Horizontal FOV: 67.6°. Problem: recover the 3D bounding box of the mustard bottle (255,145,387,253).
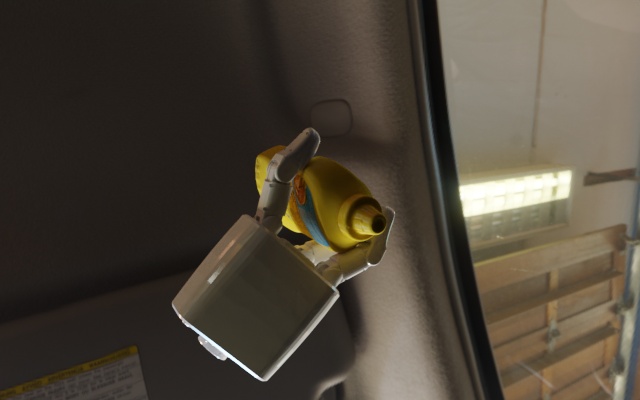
[{"bbox_3d":[0.000,0.001,0.477,0.058,0.096,0.191,-27,24,-22],"label":"mustard bottle"}]
